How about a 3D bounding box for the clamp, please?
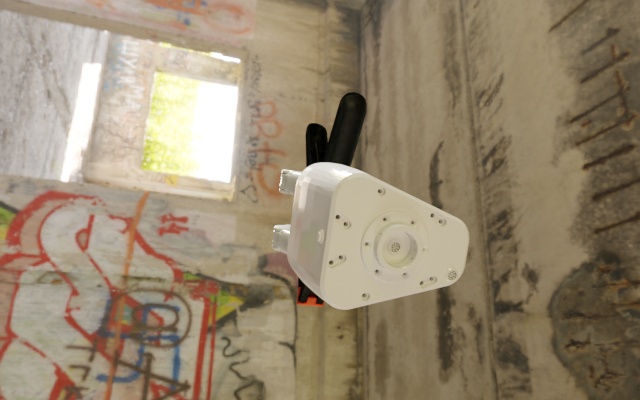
[{"bbox_3d":[0.001,0.002,0.499,0.036,0.210,0.164,7,4,-12],"label":"clamp"}]
